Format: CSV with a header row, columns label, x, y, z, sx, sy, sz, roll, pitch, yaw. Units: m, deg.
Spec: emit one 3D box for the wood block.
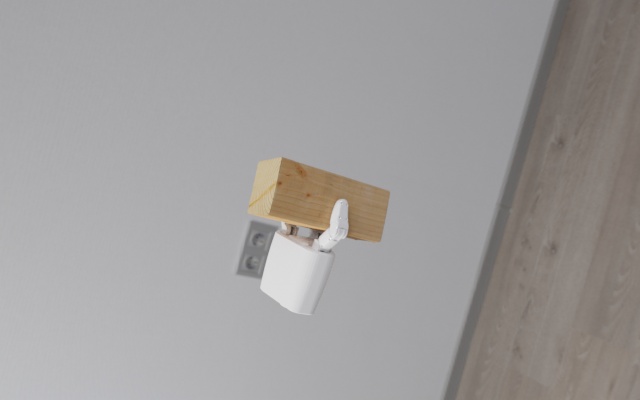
label,x,y,z,sx,sy,sz,roll,pitch,yaw
wood block,0.000,0.003,0.780,0.206,0.090,0.091,15,-7,-29
